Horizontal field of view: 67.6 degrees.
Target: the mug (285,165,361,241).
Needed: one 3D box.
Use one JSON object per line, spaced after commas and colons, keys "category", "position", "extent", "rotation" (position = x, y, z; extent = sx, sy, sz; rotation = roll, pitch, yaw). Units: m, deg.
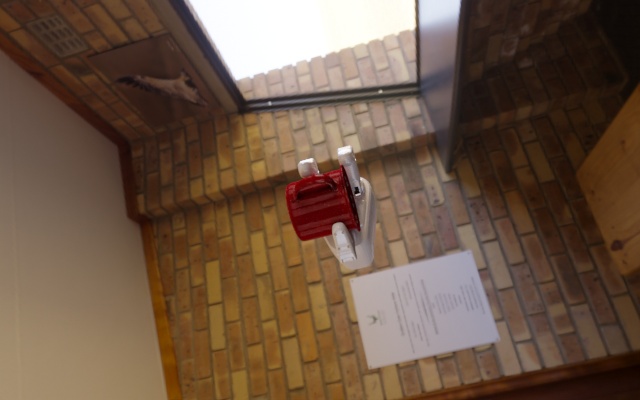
{"category": "mug", "position": [0.000, 0.002, 0.631], "extent": [0.081, 0.093, 0.117], "rotation": [-15, -28, 8]}
